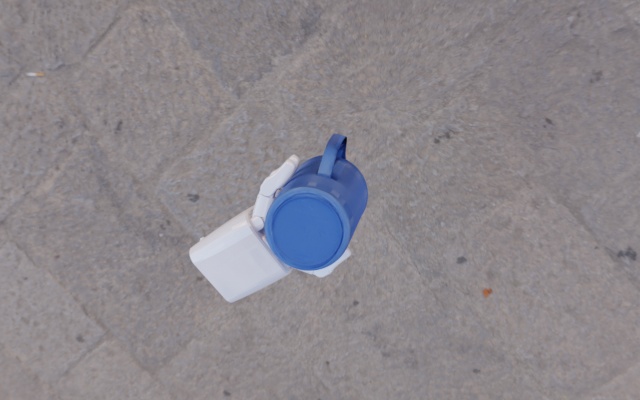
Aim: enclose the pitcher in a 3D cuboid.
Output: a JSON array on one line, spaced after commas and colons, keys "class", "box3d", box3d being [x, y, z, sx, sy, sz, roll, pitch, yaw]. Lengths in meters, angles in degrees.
[{"class": "pitcher", "box3d": [0.000, 0.002, 0.690, 0.145, 0.149, 0.242, -29, 7, 12]}]
